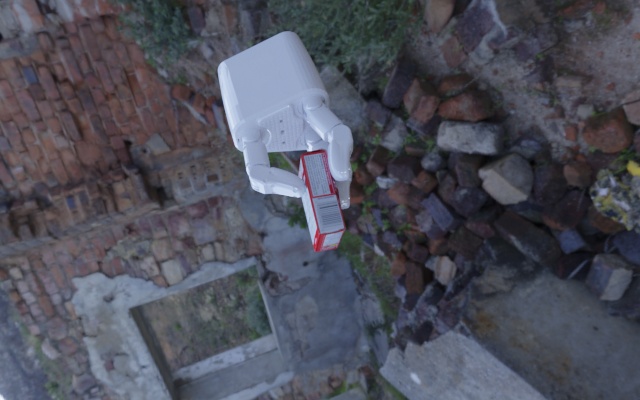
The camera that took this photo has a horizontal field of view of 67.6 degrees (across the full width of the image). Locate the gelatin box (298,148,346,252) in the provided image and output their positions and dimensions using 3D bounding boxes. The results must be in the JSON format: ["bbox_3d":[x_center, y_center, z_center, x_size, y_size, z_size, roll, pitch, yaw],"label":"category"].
[{"bbox_3d":[0.000,0.002,0.500,0.030,0.089,0.073,-10,-19,-8],"label":"gelatin box"}]
